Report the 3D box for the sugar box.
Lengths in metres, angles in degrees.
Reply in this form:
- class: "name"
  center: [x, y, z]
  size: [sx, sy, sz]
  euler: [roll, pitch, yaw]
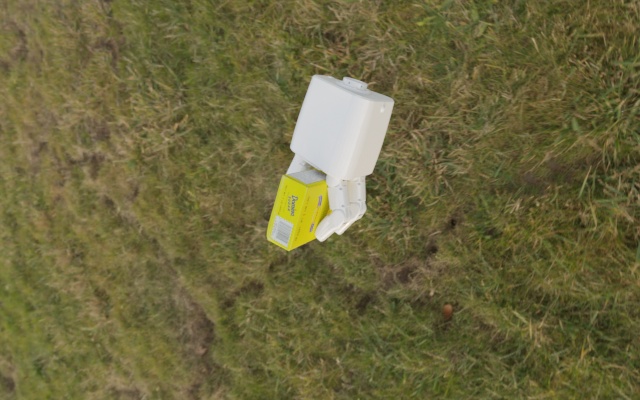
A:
- class: "sugar box"
  center: [0.001, 0.002, 0.668]
  size: [0.048, 0.093, 0.176]
  euler: [28, 23, 25]
